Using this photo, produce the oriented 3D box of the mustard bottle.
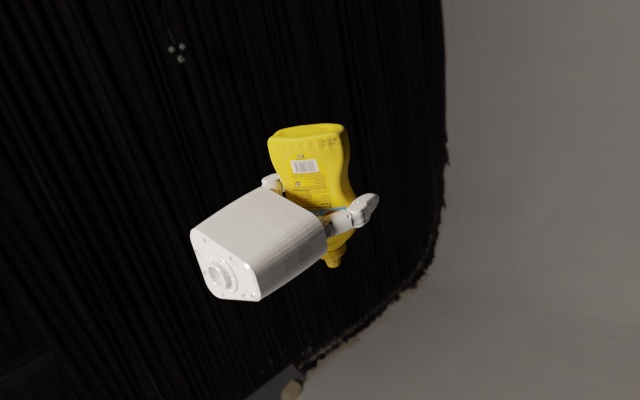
[{"bbox_3d":[0.000,0.002,0.607,0.096,0.192,0.058,-2,26,20],"label":"mustard bottle"}]
